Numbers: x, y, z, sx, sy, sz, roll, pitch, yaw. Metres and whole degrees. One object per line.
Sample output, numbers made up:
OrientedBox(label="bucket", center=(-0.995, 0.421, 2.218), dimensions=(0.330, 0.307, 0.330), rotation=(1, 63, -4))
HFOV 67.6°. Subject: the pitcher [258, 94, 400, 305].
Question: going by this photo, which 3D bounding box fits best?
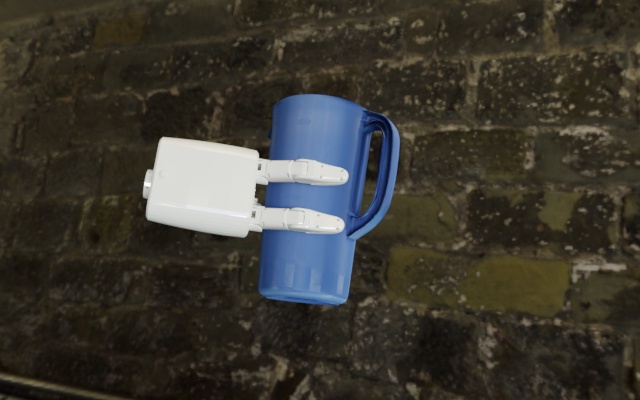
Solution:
OrientedBox(label="pitcher", center=(0.000, 0.002, 0.587), dimensions=(0.145, 0.242, 0.149), rotation=(10, -14, -14))
